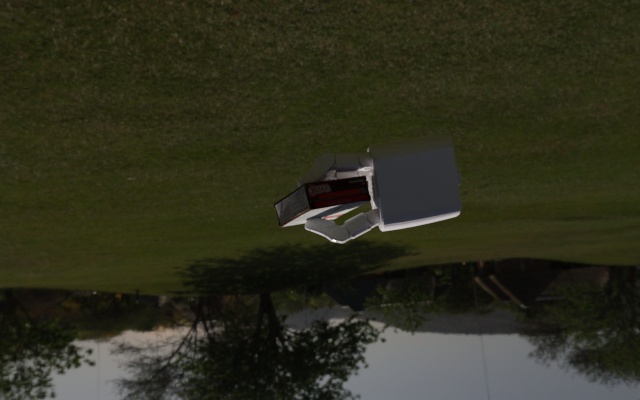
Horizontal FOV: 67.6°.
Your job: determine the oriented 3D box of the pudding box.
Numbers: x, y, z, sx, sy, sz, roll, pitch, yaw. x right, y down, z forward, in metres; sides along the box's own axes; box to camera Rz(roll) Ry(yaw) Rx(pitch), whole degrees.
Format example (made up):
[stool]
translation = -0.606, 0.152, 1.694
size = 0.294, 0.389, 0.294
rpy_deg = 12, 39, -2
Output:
[pudding box]
translation = 0.000, 0.002, 0.634
size = 0.090, 0.039, 0.113
rpy_deg = -8, -12, -27
